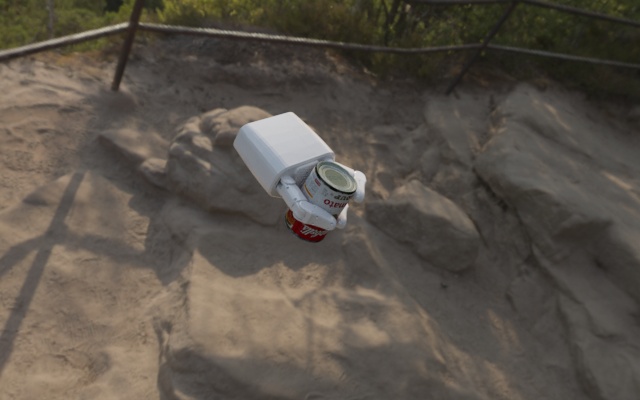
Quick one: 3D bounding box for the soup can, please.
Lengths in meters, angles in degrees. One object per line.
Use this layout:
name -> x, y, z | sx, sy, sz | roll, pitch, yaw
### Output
soup can -> 0.000, 0.002, 0.685 | 0.068, 0.102, 0.068 | 23, 33, -16
